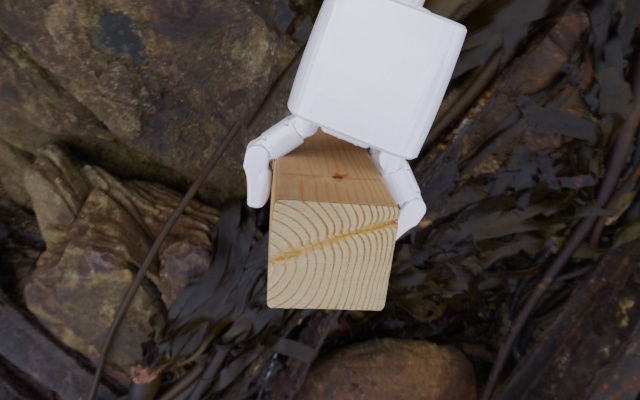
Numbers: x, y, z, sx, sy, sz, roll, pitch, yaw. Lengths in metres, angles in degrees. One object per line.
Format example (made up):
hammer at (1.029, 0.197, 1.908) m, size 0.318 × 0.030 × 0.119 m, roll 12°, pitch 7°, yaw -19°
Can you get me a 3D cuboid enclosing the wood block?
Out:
wood block at (0.000, 0.001, 0.435) m, size 0.091 × 0.090 × 0.206 m, roll 3°, pitch 23°, yaw -6°
